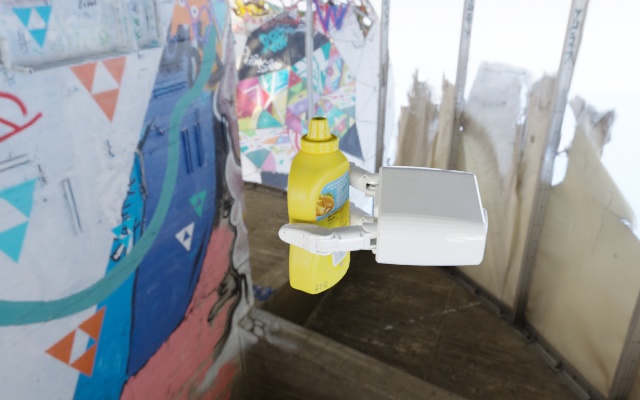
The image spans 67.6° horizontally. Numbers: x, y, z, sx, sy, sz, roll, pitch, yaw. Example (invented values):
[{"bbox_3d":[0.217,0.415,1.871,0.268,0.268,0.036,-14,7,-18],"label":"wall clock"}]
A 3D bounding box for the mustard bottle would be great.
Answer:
[{"bbox_3d":[0.000,0.002,0.538,0.058,0.192,0.096,14,28,28],"label":"mustard bottle"}]
